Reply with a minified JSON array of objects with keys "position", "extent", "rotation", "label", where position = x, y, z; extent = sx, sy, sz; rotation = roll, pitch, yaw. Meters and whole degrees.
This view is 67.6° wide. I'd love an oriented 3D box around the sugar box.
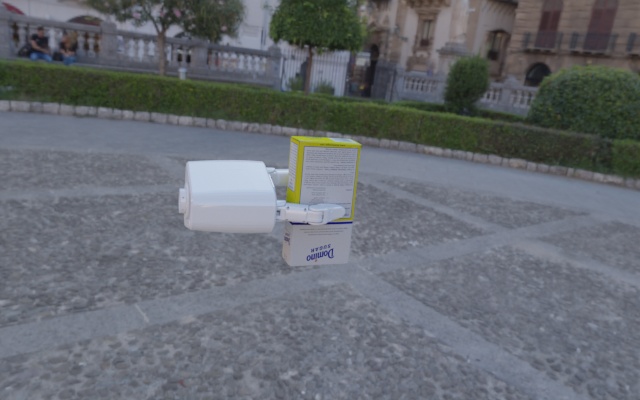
[{"position":[0.000,0.002,0.667],"extent":[0.093,0.176,0.048],"rotation":[1,18,-21],"label":"sugar box"}]
